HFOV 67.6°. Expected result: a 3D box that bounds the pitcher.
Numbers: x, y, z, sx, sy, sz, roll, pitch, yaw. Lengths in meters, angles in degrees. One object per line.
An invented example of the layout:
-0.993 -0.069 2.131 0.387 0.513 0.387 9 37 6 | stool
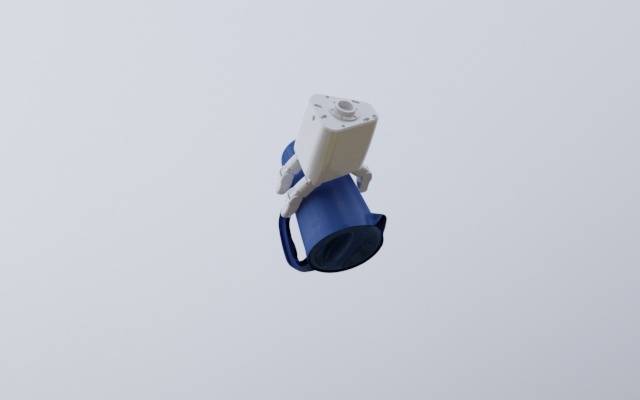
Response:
0.000 0.003 0.853 0.149 0.242 0.145 -5 -40 -21 | pitcher
